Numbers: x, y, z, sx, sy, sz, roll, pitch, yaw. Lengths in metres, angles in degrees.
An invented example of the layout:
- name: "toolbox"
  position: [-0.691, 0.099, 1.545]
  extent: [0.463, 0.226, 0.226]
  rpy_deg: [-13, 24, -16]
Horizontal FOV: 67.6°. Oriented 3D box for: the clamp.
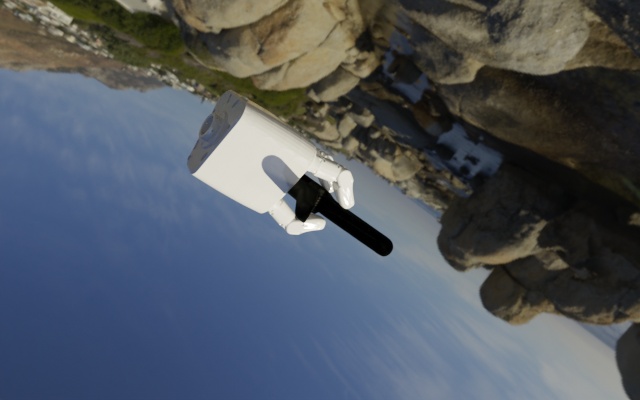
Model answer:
- name: "clamp"
  position: [-0.001, 0.002, 0.650]
  extent: [0.164, 0.036, 0.210]
  rpy_deg: [29, 10, -34]
